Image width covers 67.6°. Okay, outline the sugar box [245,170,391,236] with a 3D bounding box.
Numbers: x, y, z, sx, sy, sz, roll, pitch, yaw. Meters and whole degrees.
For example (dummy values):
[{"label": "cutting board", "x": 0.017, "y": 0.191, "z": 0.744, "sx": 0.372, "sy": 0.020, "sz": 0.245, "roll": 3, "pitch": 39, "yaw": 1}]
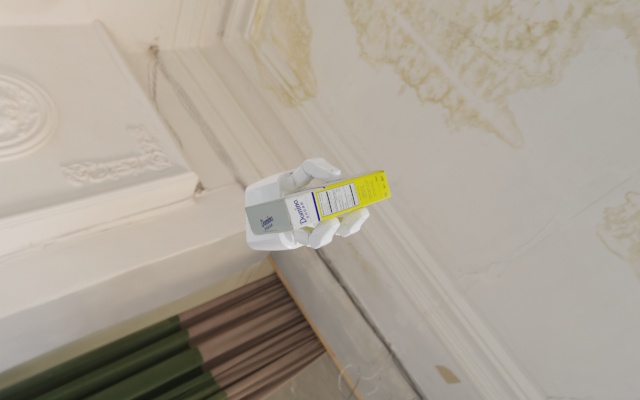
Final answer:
[{"label": "sugar box", "x": 0.000, "y": 0.003, "z": 0.629, "sx": 0.176, "sy": 0.048, "sz": 0.093, "roll": -20, "pitch": 5, "yaw": -38}]
